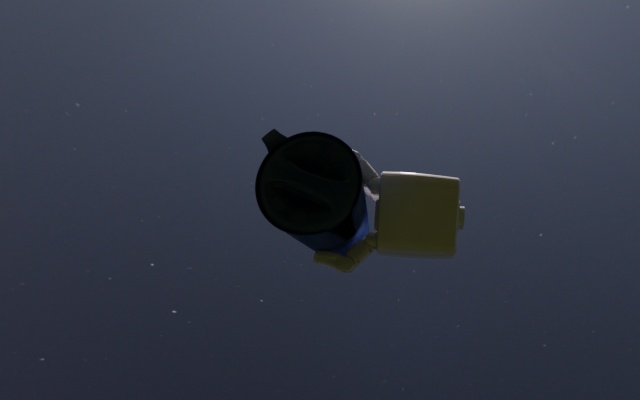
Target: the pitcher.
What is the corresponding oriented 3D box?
[{"bbox_3d":[0.000,0.002,0.685,0.145,0.149,0.243,3,-16,12],"label":"pitcher"}]
